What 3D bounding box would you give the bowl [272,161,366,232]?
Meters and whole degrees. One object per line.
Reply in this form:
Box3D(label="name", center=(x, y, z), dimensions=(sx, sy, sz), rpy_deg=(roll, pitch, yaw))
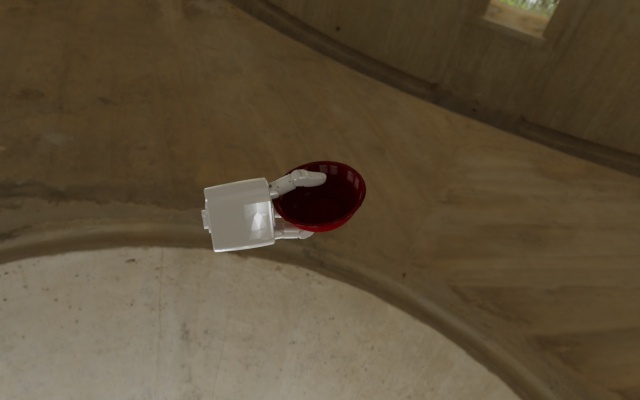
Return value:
Box3D(label="bowl", center=(0.002, 0.003, 0.831), dimensions=(0.162, 0.055, 0.162), rpy_deg=(-5, 44, 5))
